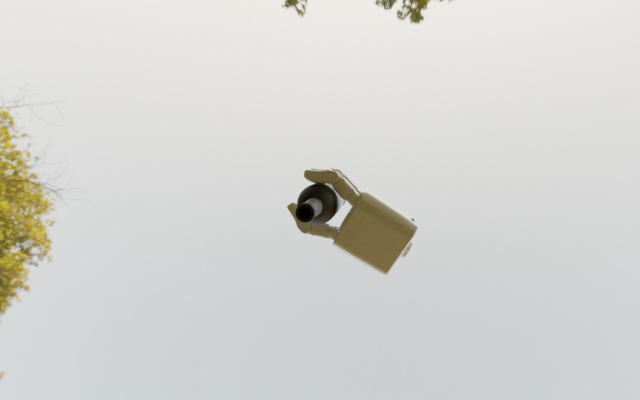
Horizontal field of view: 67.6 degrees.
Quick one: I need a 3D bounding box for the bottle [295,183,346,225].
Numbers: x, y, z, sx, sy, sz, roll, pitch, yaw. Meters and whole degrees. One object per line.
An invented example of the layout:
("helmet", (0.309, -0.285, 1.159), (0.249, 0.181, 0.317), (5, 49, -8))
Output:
("bottle", (0.000, 0.003, 0.812), (0.069, 0.069, 0.295), (0, 6, 9))
